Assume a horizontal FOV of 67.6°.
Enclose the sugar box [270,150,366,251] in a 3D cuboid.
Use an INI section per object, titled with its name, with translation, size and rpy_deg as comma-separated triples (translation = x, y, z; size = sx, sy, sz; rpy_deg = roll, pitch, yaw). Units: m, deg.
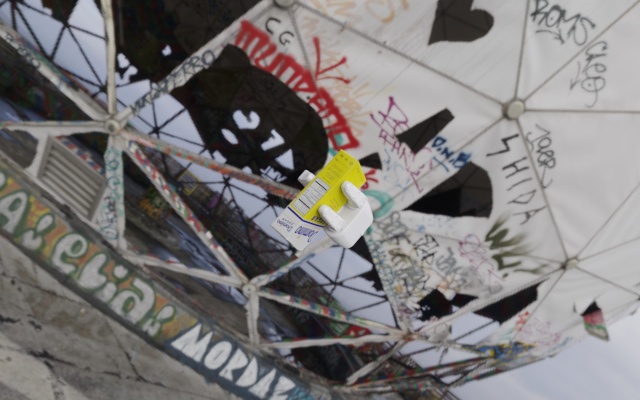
[sugar box]
translation = 0.001, 0.003, 0.819
size = 0.048, 0.176, 0.093
rpy_deg = 38, -6, 24
